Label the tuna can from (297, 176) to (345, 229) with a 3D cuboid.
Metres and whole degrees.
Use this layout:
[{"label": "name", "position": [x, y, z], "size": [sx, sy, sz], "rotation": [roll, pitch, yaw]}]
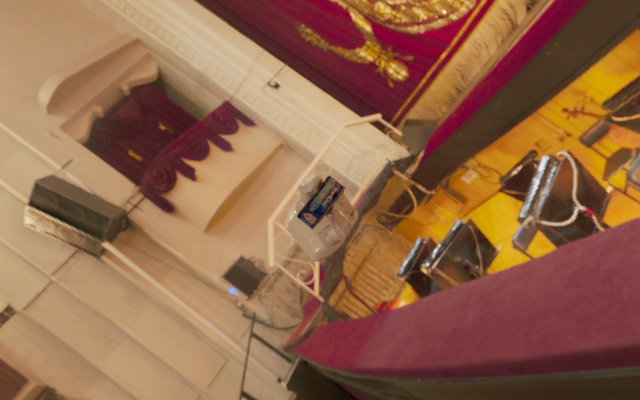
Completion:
[{"label": "tuna can", "position": [0.000, 0.002, 0.759], "size": [0.034, 0.086, 0.086], "rotation": [38, -2, -2]}]
